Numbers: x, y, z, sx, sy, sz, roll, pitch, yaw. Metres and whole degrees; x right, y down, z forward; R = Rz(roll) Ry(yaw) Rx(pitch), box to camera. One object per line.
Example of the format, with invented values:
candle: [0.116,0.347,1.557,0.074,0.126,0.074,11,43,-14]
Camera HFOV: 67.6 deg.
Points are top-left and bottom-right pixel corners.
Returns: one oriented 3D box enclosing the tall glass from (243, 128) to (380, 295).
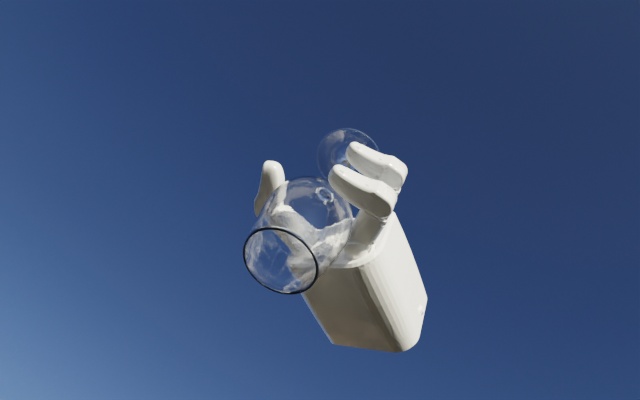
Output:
tall glass: [0.000,0.001,0.443,0.079,0.079,0.201,0,27,21]
